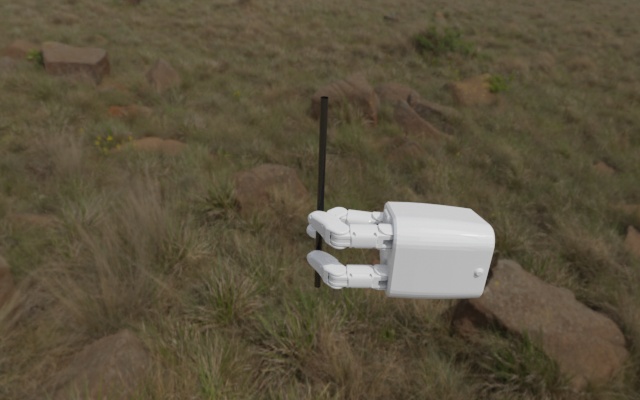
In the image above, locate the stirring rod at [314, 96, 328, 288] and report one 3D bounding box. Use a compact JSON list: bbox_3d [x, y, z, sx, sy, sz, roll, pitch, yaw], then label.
[{"bbox_3d":[0.000,0.002,0.536,0.011,0.240,0.011,2,30,-1],"label":"stirring rod"}]
